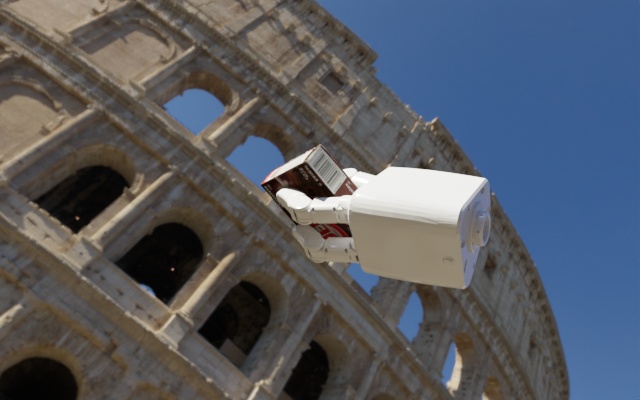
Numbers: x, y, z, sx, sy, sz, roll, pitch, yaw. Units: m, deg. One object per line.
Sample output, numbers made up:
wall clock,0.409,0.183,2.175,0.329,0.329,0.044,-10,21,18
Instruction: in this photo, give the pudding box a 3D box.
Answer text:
pudding box,0.000,0.002,0.534,0.090,0.113,0.039,-22,21,48
